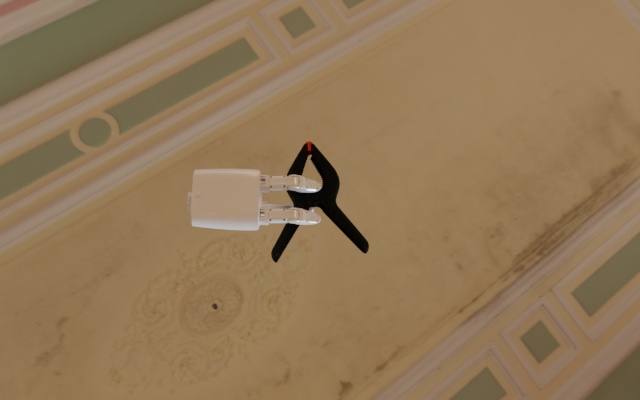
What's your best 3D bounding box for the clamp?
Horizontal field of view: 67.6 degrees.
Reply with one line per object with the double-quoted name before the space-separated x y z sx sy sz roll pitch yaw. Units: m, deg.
"clamp" 0.000 0.002 0.816 0.164 0.210 0.036 2 -15 -11
